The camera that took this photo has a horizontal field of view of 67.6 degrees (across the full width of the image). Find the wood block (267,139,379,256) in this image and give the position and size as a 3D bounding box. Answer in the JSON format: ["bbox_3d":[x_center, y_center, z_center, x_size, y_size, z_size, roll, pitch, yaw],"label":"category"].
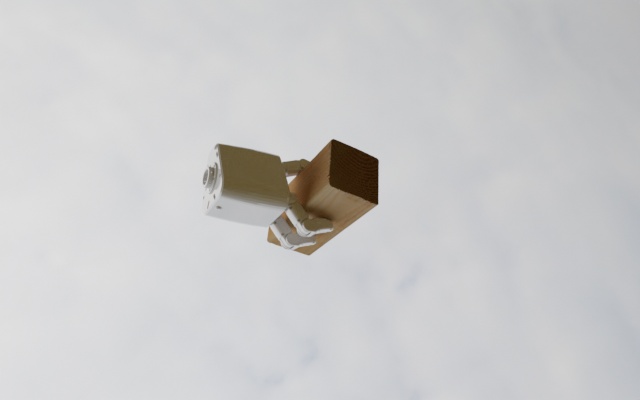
[{"bbox_3d":[0.000,0.002,0.785,0.090,0.090,0.206,21,-37,-23],"label":"wood block"}]
